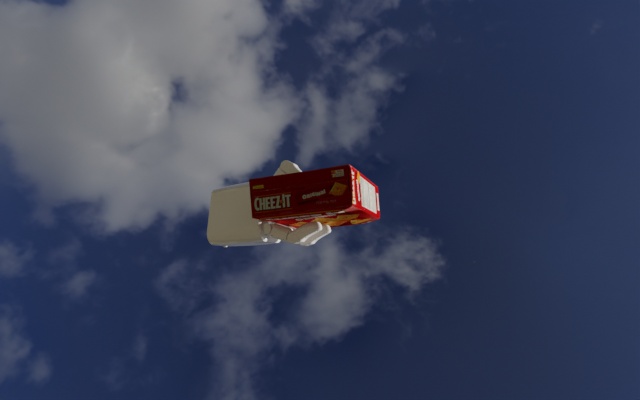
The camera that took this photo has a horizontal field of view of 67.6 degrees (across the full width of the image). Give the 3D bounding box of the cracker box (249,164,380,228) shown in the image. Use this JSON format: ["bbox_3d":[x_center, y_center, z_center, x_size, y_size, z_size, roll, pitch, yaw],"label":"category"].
[{"bbox_3d":[0.000,0.002,0.807,0.164,0.072,0.214,-8,-9,17],"label":"cracker box"}]
